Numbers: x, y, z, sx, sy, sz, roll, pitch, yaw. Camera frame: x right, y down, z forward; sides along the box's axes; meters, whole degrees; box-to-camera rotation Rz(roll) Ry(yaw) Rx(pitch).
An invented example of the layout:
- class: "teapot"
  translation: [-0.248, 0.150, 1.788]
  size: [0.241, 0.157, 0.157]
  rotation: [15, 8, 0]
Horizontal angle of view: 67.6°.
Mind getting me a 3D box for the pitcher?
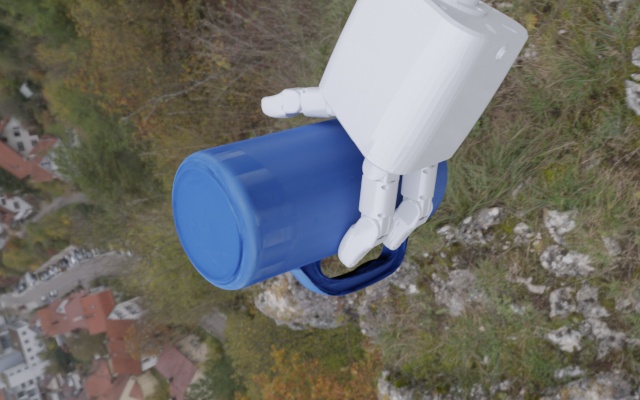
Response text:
- class: "pitcher"
  translation: [0.000, 0.001, 0.435]
  size: [0.243, 0.149, 0.145]
  rotation: [-18, -31, -43]
